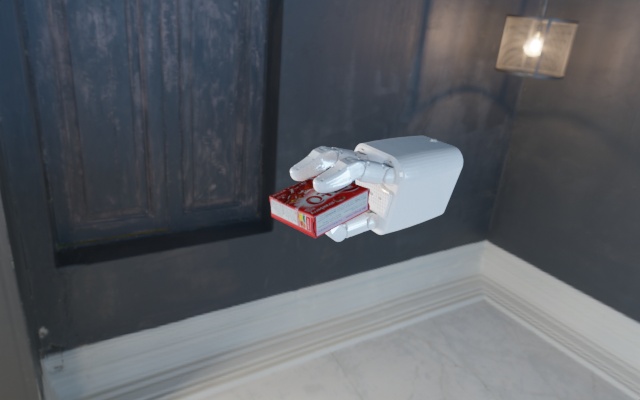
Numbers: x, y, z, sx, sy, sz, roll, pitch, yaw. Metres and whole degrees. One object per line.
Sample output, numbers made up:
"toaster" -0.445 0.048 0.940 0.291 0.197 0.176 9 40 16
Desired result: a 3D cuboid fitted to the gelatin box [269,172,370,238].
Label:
"gelatin box" 0.000 0.002 0.532 0.089 0.030 0.073 -26 35 -37
